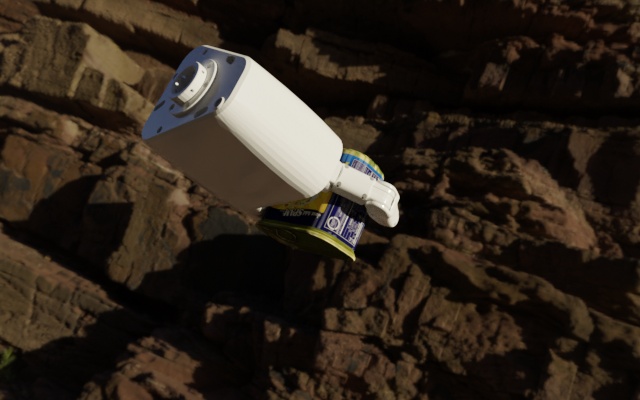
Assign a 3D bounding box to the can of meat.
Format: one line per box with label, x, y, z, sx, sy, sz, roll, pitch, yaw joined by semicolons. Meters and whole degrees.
can of meat;0.000;0.001;0.437;0.102;0.084;0.057;6;-24;48
